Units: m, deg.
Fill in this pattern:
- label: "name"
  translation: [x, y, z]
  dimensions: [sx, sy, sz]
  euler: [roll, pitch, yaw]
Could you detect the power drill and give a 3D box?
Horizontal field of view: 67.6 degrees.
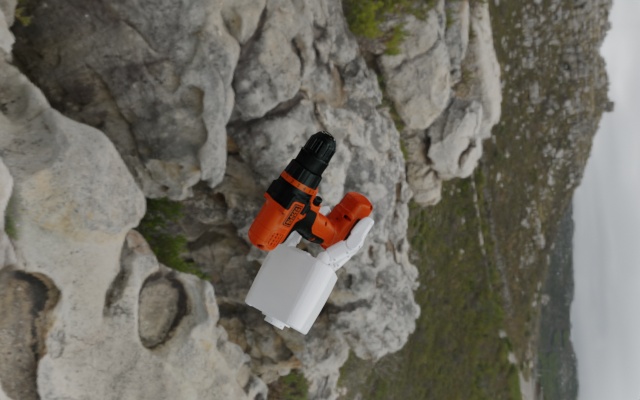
- label: "power drill"
  translation: [0.000, 0.003, 0.705]
  dimensions: [0.057, 0.184, 0.188]
  euler: [42, 12, 38]
